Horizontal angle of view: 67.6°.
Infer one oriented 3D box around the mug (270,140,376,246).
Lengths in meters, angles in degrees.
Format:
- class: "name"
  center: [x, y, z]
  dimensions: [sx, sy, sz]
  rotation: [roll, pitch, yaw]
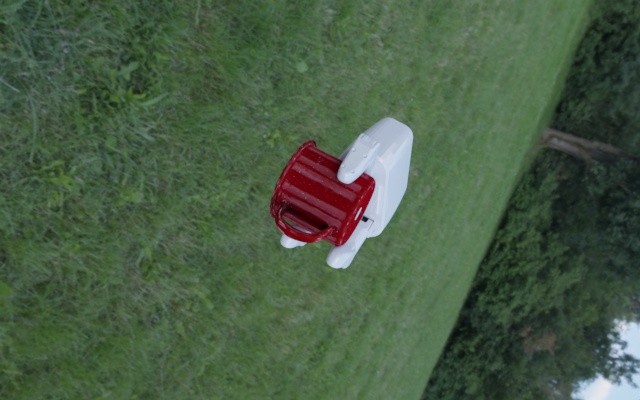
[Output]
- class: "mug"
  center: [0.000, 0.002, 0.493]
  dimensions: [0.081, 0.093, 0.117]
  rotation: [28, 41, 12]
